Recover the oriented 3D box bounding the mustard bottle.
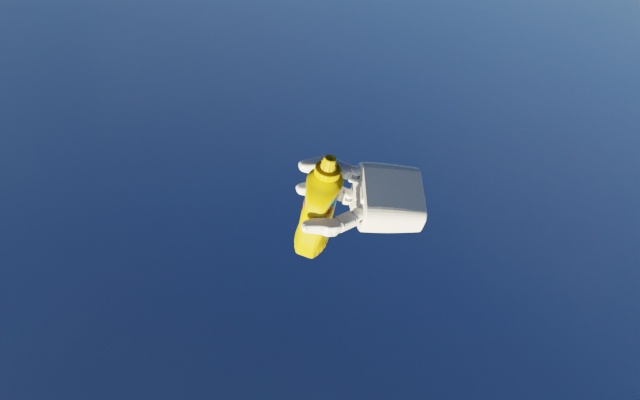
[{"bbox_3d":[0.000,0.003,0.784,0.058,0.192,0.096,20,45,6],"label":"mustard bottle"}]
